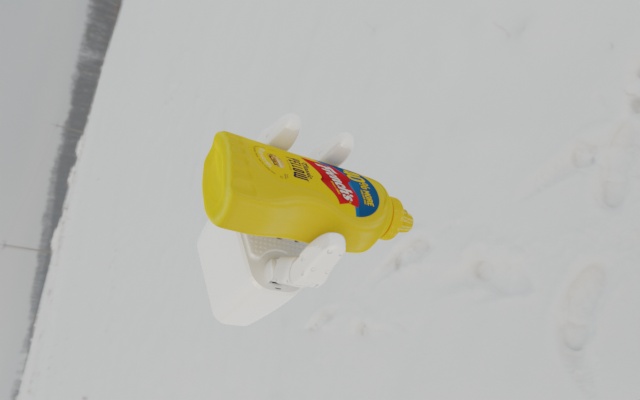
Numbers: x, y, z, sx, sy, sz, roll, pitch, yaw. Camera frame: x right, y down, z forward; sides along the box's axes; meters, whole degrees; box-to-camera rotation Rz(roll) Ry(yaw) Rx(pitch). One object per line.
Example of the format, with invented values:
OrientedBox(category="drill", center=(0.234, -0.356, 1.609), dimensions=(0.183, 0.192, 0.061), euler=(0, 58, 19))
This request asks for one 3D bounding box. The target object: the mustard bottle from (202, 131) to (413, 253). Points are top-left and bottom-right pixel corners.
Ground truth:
OrientedBox(category="mustard bottle", center=(0.000, 0.001, 0.407), dimensions=(0.191, 0.058, 0.096), euler=(15, 28, -27))
